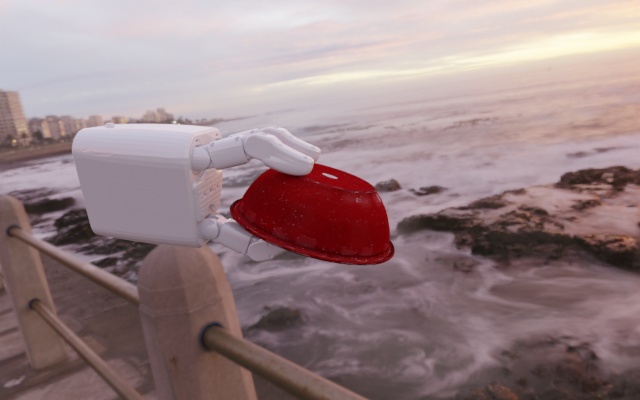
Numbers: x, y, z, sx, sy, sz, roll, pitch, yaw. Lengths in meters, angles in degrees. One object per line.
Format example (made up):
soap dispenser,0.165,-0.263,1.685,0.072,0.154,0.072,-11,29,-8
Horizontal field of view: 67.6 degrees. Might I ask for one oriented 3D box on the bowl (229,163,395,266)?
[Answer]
bowl,0.001,0.001,0.450,0.162,0.055,0.162,15,14,-4
